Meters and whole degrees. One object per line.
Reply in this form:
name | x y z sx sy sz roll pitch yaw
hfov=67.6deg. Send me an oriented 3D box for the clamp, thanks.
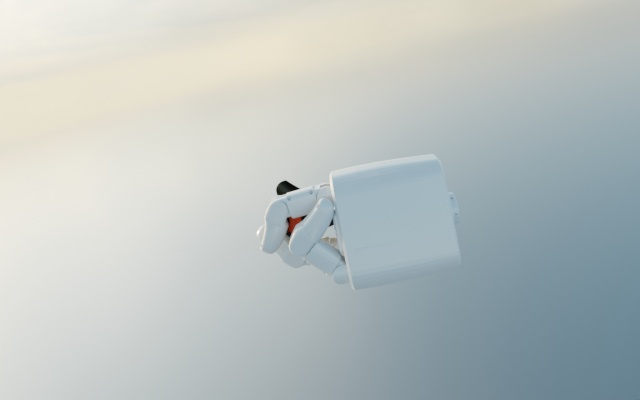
clamp | 0.000 0.001 0.557 0.120 0.039 0.171 -12 18 5
